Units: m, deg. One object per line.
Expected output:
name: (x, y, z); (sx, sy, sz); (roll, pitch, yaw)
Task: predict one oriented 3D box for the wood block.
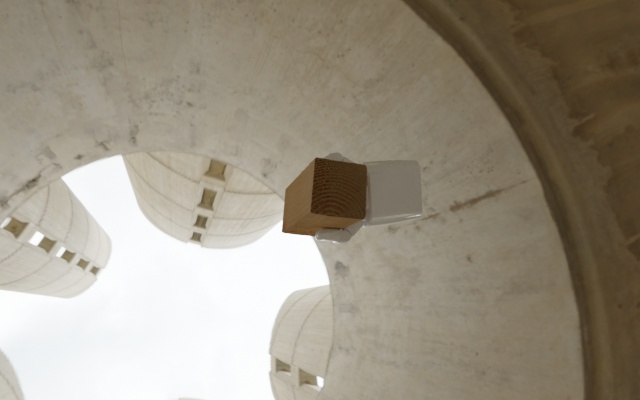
wood block: (0.000, 0.003, 0.828); (0.090, 0.090, 0.206); (7, -14, -15)
